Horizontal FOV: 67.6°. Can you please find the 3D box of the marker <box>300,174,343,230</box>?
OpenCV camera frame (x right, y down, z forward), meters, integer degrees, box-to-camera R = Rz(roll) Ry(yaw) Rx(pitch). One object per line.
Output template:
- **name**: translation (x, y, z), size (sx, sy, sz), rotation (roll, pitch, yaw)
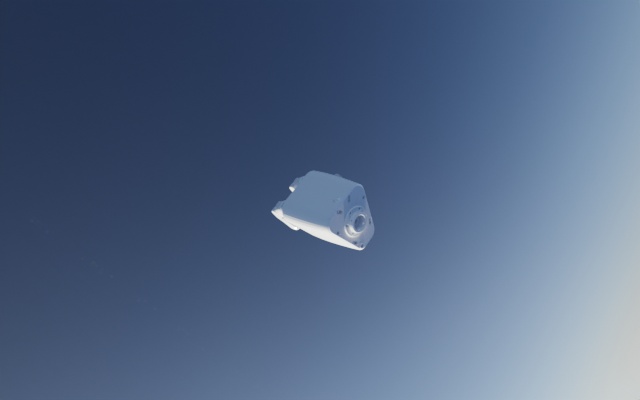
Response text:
- **marker**: translation (0.000, 0.003, 0.848), size (0.020, 0.121, 0.020), rotation (32, -20, 13)
